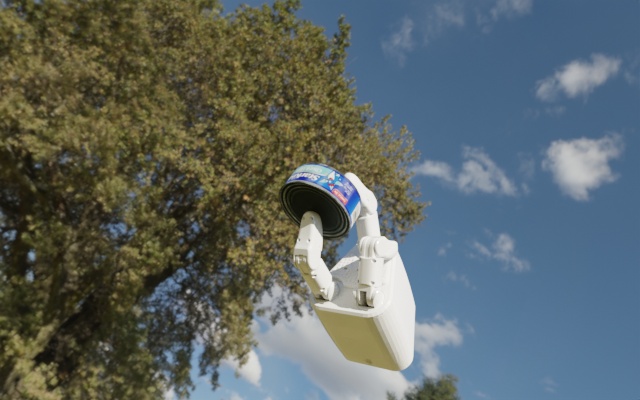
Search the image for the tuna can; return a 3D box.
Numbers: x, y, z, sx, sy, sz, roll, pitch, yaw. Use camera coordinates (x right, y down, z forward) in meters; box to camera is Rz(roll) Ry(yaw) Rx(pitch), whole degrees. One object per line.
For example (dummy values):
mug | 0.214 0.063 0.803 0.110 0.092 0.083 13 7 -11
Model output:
tuna can | 0.000 0.001 0.511 0.086 0.086 0.033 0 43 39
